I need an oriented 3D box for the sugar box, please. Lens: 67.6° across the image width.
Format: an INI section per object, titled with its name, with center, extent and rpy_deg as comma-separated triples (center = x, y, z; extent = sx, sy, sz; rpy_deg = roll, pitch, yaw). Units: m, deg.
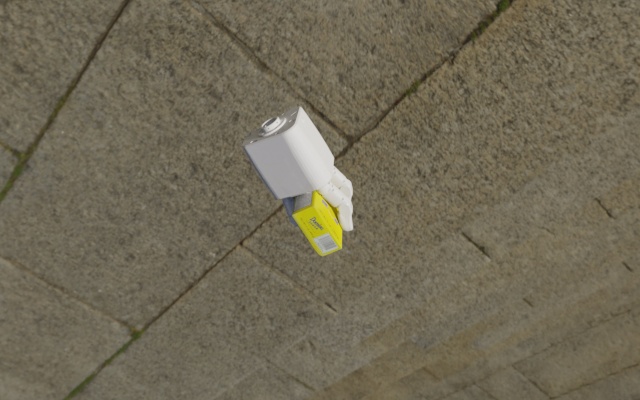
[sugar box]
center = 0.001, 0.002, 0.801
extent = 0.048, 0.093, 0.176
rpy_deg = -22, 29, 19
